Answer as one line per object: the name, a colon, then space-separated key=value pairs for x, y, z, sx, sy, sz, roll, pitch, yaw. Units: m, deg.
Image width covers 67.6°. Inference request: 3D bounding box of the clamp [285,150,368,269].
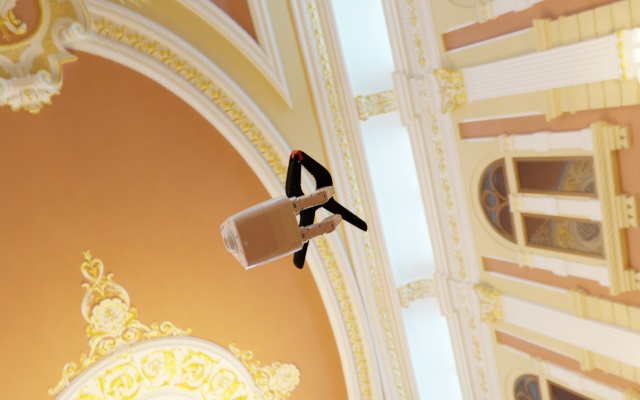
clamp: x=-0.001 y=0.002 z=0.883 sx=0.164 sy=0.210 sz=0.036 roll=-20 pitch=13 yaw=-25
